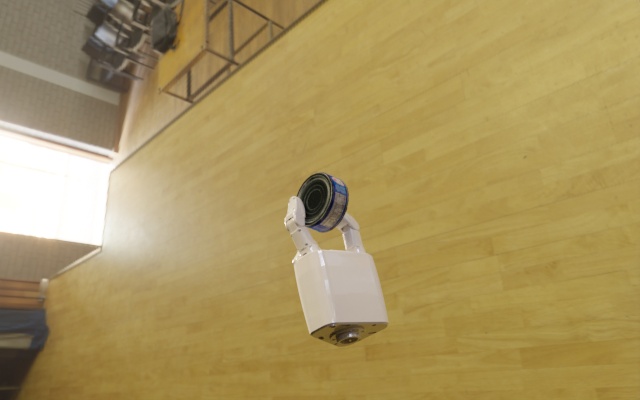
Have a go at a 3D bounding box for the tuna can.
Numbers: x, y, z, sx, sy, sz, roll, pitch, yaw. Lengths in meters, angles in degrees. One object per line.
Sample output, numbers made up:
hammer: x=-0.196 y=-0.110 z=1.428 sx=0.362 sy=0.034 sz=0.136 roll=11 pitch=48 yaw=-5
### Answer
tuna can: x=0.000 y=0.002 z=0.706 sx=0.034 sy=0.086 sz=0.086 roll=21 pitch=-14 yaw=-38
